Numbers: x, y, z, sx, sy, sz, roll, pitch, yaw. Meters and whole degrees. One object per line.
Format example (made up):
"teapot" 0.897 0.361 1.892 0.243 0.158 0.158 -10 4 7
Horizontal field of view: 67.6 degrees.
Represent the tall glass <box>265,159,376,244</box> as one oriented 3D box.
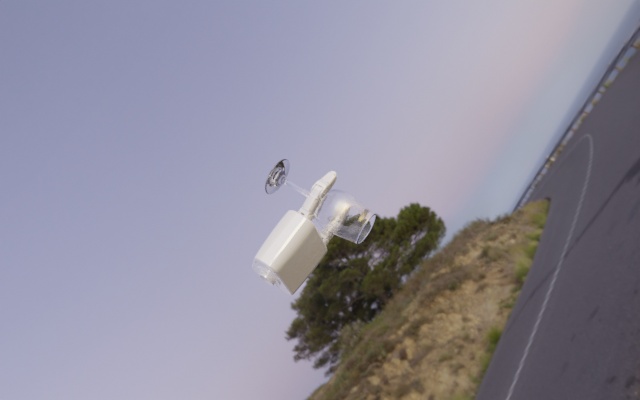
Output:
"tall glass" 0.000 0.002 0.864 0.201 0.079 0.079 30 10 18
